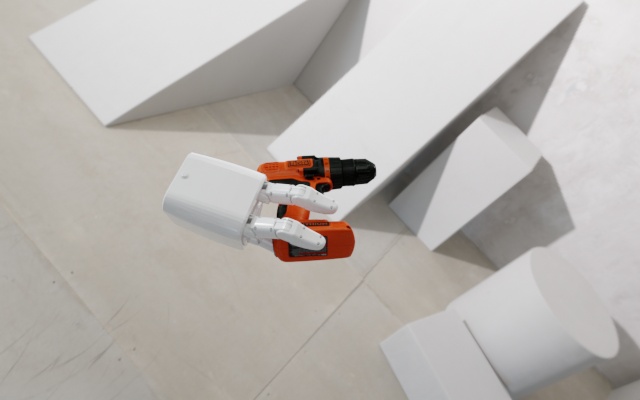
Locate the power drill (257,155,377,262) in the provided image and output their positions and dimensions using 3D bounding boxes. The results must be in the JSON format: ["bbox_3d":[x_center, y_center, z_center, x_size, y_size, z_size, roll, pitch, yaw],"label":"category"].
[{"bbox_3d":[0.000,0.002,0.680,0.184,0.057,0.187,-5,37,-2],"label":"power drill"}]
